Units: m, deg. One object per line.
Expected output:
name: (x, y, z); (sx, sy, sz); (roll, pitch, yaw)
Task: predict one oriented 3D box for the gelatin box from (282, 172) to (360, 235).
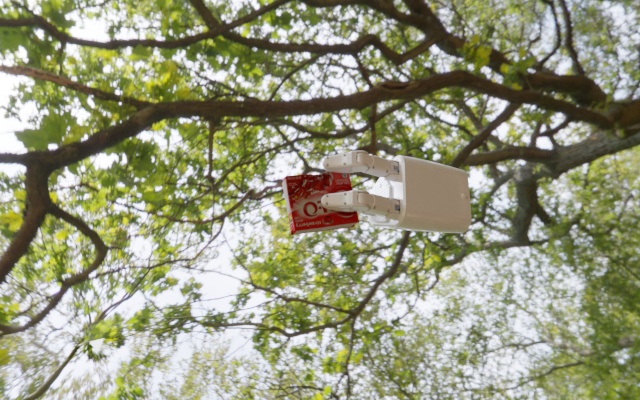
gelatin box: (0.000, 0.002, 0.620); (0.089, 0.073, 0.030); (-6, -15, -16)
